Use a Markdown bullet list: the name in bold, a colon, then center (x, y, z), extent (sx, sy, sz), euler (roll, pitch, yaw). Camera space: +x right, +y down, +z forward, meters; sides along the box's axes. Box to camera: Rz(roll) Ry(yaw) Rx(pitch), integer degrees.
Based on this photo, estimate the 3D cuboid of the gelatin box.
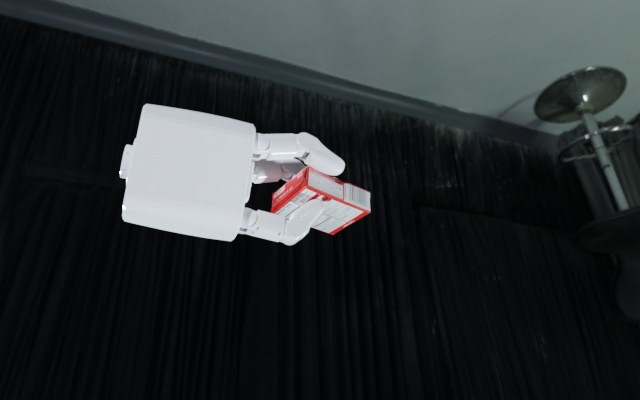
- **gelatin box**: center (0.000, 0.002, 0.538), extent (0.089, 0.030, 0.073), euler (21, -35, -27)
